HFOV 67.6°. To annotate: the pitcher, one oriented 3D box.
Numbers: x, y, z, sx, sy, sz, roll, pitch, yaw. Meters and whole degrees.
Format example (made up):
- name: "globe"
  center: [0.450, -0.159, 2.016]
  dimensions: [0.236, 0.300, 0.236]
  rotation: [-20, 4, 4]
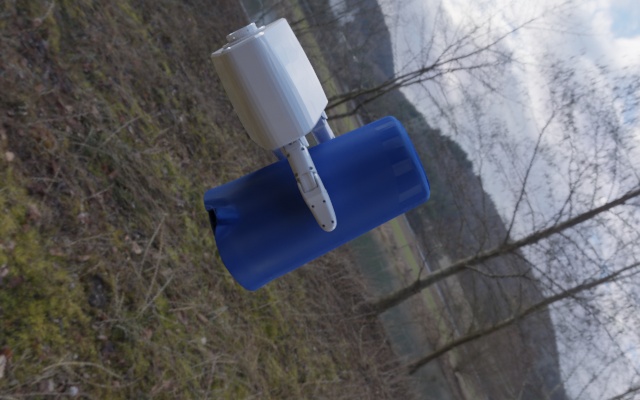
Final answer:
- name: "pitcher"
  center: [0.000, 0.002, 0.570]
  dimensions: [0.243, 0.145, 0.149]
  rotation: [-25, 22, 7]
